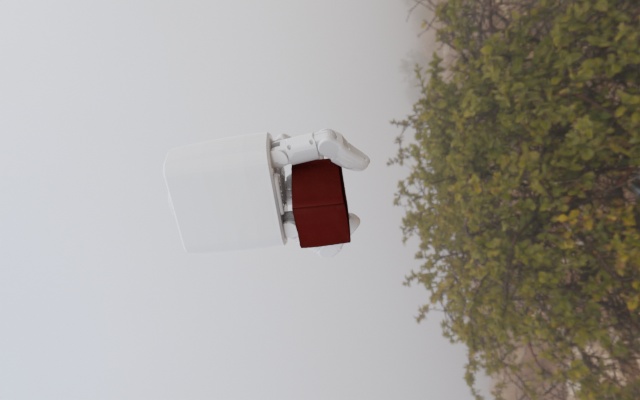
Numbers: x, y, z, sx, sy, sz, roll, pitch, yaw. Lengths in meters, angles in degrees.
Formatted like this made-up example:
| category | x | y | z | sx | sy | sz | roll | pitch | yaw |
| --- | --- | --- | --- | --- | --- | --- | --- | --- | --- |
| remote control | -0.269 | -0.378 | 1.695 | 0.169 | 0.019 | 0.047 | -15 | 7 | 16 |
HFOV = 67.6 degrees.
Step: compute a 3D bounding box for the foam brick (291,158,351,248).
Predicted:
| category | x | y | z | sx | sy | sz | roll | pitch | yaw |
| --- | --- | --- | --- | --- | --- | --- | --- | --- | --- |
| foam brick | 0.000 | 0.002 | 0.476 | 0.051 | 0.053 | 0.078 | -7 | 38 | 2 |
